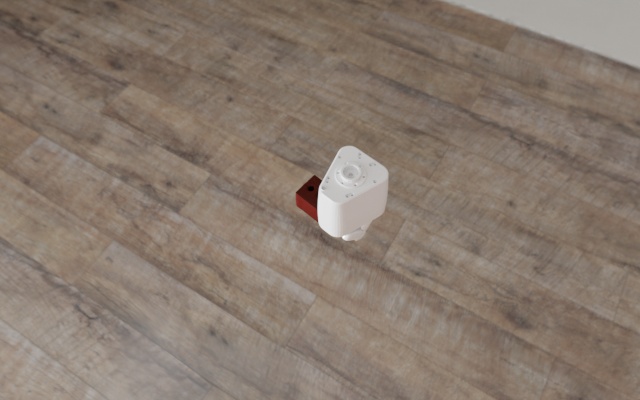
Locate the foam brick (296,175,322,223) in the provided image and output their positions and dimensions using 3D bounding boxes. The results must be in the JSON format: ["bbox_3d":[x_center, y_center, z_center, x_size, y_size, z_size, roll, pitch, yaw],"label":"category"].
[{"bbox_3d":[0.000,0.003,0.861,0.078,0.053,0.051,37,-23,21],"label":"foam brick"}]
